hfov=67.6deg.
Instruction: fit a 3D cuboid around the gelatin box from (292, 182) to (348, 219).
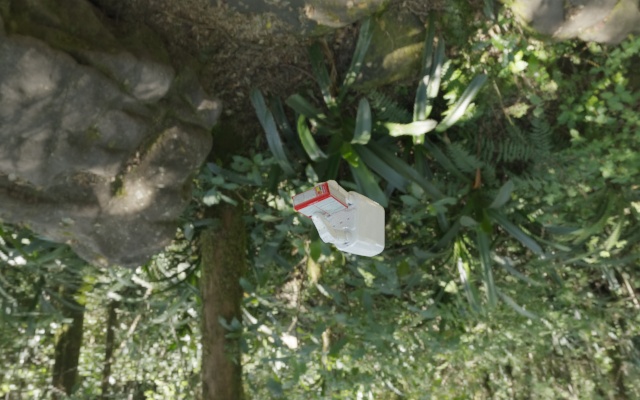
[{"bbox_3d":[0.000,0.003,0.877,0.073,0.030,0.089,-22,-24,19],"label":"gelatin box"}]
